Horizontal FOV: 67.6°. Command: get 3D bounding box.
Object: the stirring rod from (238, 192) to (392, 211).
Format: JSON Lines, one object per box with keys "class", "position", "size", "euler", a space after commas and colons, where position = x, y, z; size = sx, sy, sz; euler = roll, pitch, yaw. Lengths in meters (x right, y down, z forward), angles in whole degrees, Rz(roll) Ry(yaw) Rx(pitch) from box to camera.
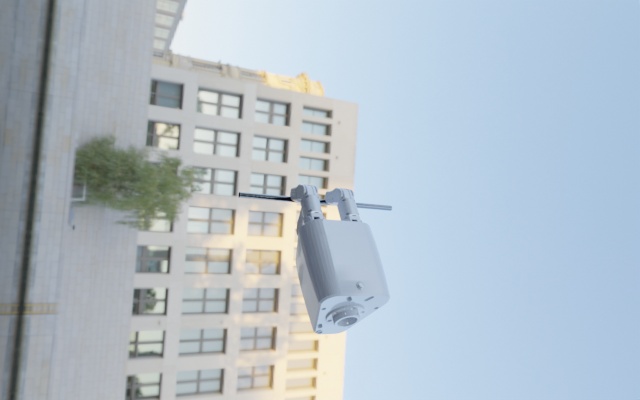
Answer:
{"class": "stirring rod", "position": [0.000, 0.002, 0.688], "size": [0.239, 0.011, 0.011], "euler": [5, -2, -25]}
